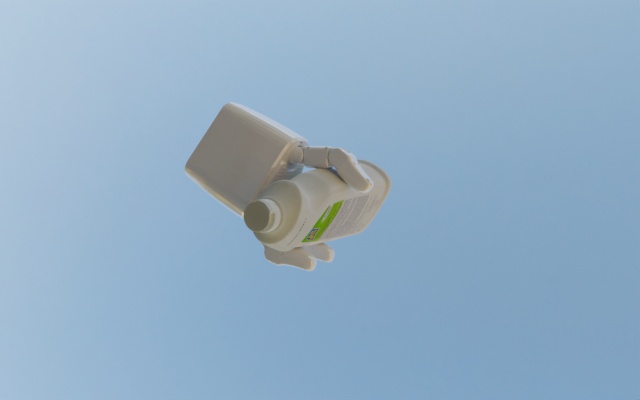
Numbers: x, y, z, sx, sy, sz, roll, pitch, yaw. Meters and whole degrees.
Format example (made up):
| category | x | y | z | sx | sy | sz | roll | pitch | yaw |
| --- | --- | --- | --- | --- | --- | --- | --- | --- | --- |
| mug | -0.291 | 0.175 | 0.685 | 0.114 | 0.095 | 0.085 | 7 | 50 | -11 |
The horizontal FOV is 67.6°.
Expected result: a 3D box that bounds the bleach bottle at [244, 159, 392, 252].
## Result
| category | x | y | z | sx | sy | sz | roll | pitch | yaw |
| --- | --- | --- | --- | --- | --- | --- | --- | --- | --- |
| bleach bottle | 0.000 | 0.002 | 0.540 | 0.068 | 0.102 | 0.251 | 34 | 16 | 20 |
